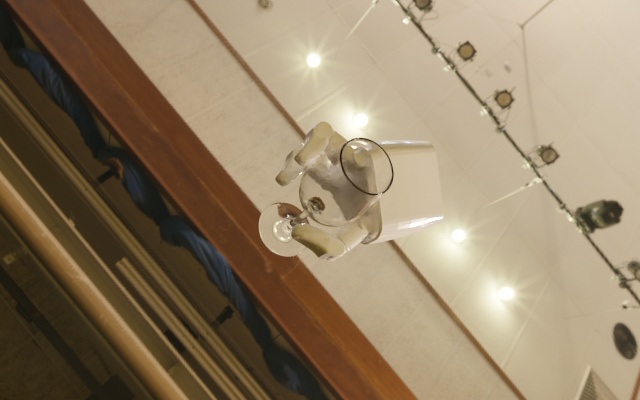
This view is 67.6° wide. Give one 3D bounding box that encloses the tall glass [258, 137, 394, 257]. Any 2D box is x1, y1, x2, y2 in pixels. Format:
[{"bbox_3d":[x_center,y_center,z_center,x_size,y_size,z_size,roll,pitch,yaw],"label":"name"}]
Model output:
[{"bbox_3d":[0.000,0.002,0.540,0.079,0.079,0.201,0,-21,-29],"label":"tall glass"}]
